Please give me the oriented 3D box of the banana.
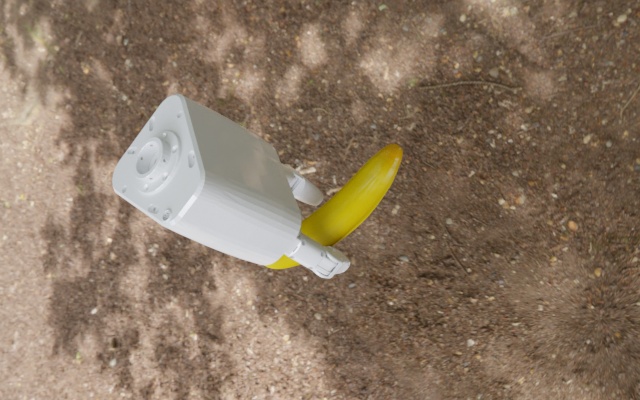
[{"bbox_3d":[0.001,0.017,0.464,0.198,0.069,0.037,-33,-43,24],"label":"banana"}]
